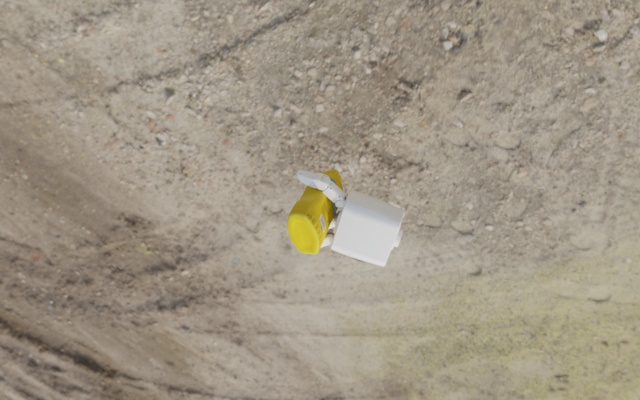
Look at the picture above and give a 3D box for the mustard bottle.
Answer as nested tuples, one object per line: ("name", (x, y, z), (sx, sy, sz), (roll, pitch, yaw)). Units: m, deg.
("mustard bottle", (0.000, 0.003, 0.891), (0.058, 0.096, 0.191), (1, 38, 24))
